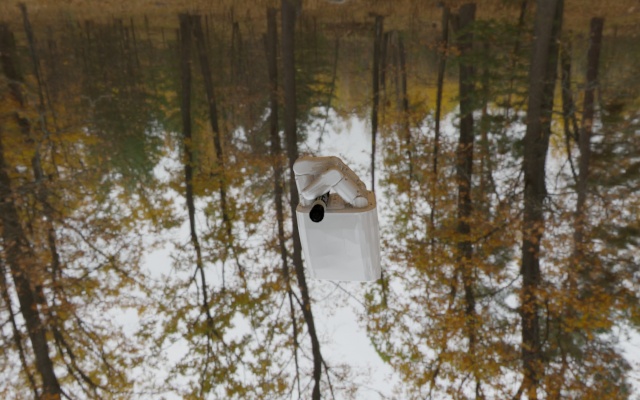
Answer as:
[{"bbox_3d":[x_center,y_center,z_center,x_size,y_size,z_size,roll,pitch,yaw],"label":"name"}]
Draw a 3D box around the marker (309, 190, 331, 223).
[{"bbox_3d":[0.000,0.002,0.630,0.020,0.020,0.121,0,17,5],"label":"marker"}]
